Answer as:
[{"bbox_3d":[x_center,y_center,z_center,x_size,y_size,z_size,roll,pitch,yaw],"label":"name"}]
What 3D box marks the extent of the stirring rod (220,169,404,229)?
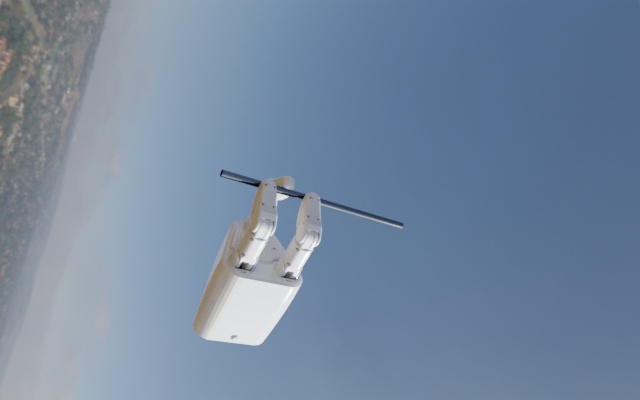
[{"bbox_3d":[0.000,0.002,0.549,0.239,0.011,0.011,16,-8,-28],"label":"stirring rod"}]
